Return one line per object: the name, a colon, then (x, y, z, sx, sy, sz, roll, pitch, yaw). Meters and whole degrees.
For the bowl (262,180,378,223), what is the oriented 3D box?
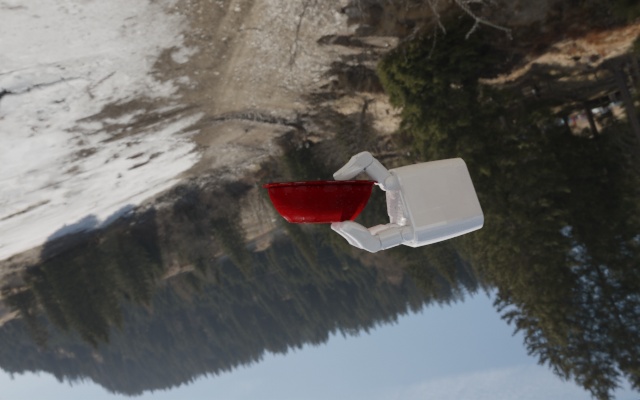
bowl: (-0.001, 0.003, 0.669, 0.162, 0.055, 0.162, -1, 0, 0)
